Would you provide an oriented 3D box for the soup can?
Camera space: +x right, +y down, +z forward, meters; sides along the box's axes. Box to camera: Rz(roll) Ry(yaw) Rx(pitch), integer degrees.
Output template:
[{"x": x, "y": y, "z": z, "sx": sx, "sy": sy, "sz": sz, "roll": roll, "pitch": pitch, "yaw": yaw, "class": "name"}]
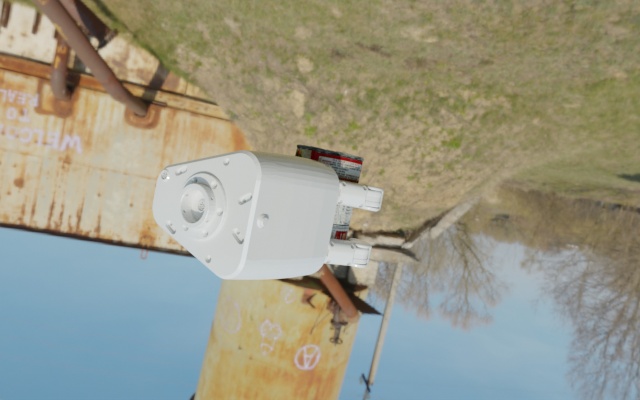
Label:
[{"x": 0.000, "y": 0.002, "z": 0.473, "sx": 0.068, "sy": 0.102, "sz": 0.068, "roll": 11, "pitch": 3, "yaw": -1, "class": "soup can"}]
